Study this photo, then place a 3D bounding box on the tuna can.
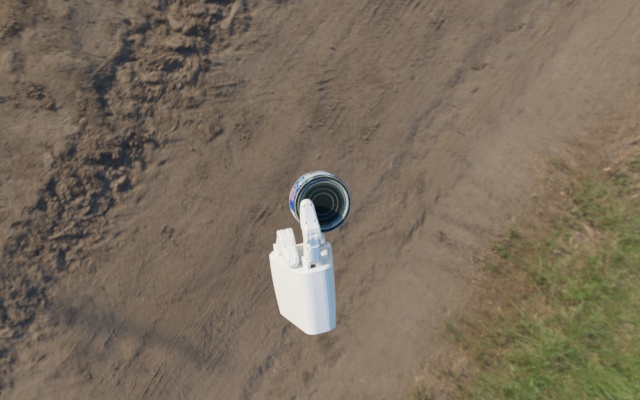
[{"bbox_3d":[0.000,0.002,0.681,0.086,0.086,0.033,0,12,-14],"label":"tuna can"}]
